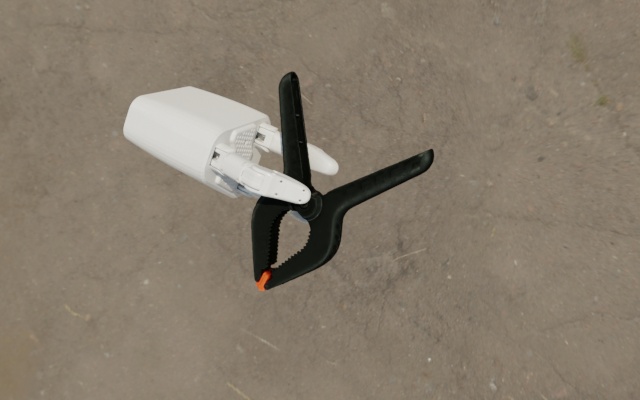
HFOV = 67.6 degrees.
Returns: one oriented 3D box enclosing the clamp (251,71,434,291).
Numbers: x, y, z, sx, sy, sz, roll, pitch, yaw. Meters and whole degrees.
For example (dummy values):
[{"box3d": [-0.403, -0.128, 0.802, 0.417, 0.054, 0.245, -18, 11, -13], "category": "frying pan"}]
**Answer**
[{"box3d": [-0.001, 0.002, 0.461, 0.164, 0.210, 0.036, 25, 12, 16], "category": "clamp"}]
